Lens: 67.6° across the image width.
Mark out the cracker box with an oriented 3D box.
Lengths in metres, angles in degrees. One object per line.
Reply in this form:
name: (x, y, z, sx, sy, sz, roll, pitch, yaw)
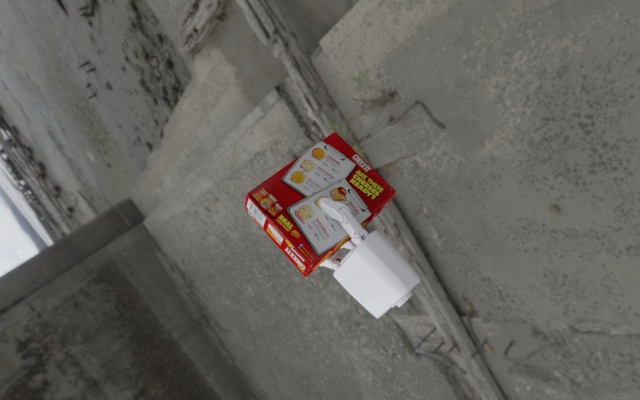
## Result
cracker box: (0.000, 0.003, 0.837, 0.213, 0.164, 0.072, -38, -12, -27)
